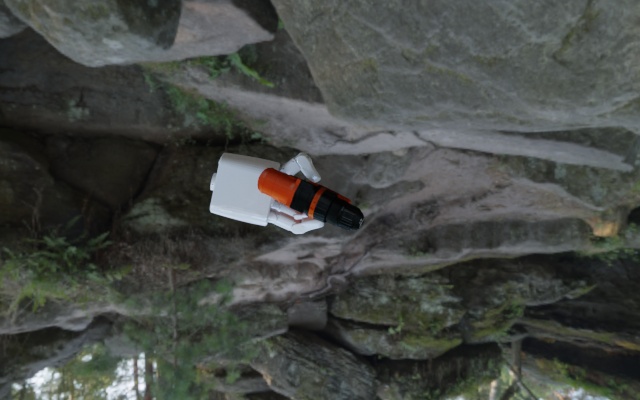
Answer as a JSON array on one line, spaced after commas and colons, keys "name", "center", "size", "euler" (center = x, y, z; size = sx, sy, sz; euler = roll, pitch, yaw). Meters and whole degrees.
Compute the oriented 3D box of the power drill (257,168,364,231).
[{"name": "power drill", "center": [0.000, 0.003, 0.824], "size": [0.184, 0.057, 0.187], "euler": [26, 1, 14]}]
